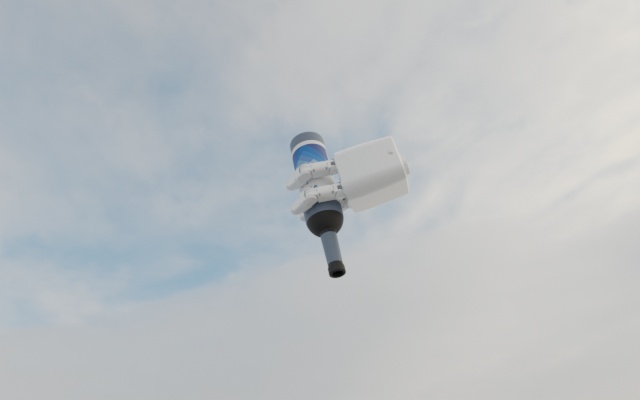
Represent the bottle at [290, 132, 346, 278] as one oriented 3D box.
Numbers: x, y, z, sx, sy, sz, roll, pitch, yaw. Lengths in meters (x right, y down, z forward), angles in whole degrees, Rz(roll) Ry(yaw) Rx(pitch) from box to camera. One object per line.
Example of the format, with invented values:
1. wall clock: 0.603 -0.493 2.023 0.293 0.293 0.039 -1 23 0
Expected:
1. bottle: 0.000 0.003 0.841 0.069 0.295 0.069 -8 -38 -7
